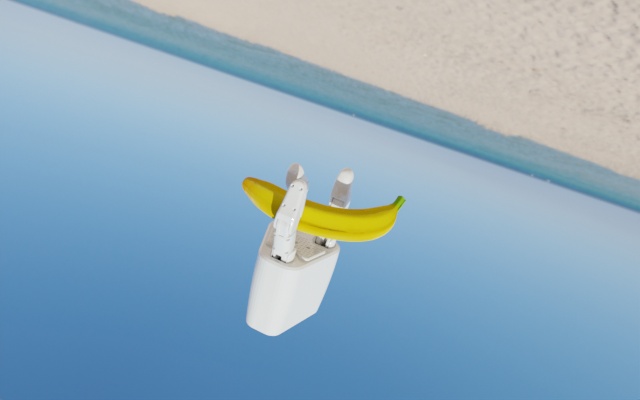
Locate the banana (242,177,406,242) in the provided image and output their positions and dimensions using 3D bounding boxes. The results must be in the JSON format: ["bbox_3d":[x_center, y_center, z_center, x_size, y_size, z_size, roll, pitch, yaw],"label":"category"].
[{"bbox_3d":[0.003,0.014,0.555,0.198,0.037,0.069,9,37,-6],"label":"banana"}]
